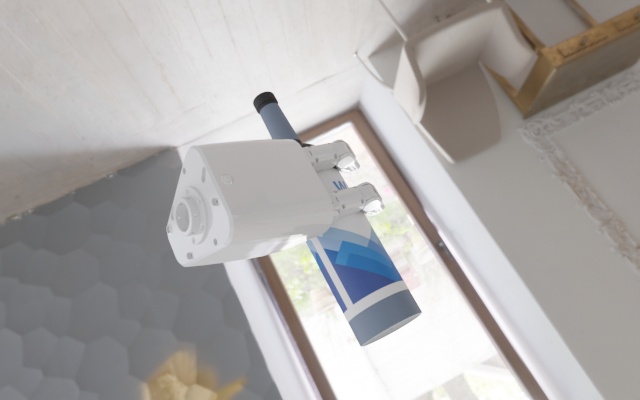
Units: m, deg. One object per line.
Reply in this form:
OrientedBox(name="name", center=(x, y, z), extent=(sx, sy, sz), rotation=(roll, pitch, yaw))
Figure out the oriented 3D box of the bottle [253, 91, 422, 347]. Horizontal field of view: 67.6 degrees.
OrientedBox(name="bottle", center=(0.000, 0.002, 0.499), extent=(0.069, 0.295, 0.069), rotation=(-25, -22, -11))
